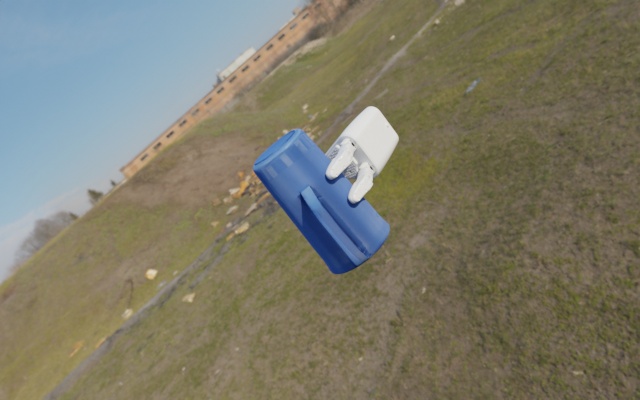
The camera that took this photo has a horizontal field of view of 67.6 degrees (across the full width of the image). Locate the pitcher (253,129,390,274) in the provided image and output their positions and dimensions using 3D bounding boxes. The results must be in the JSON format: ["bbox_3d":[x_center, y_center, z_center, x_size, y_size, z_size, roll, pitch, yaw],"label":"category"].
[{"bbox_3d":[0.000,0.003,0.815,0.149,0.243,0.145,-21,25,51],"label":"pitcher"}]
